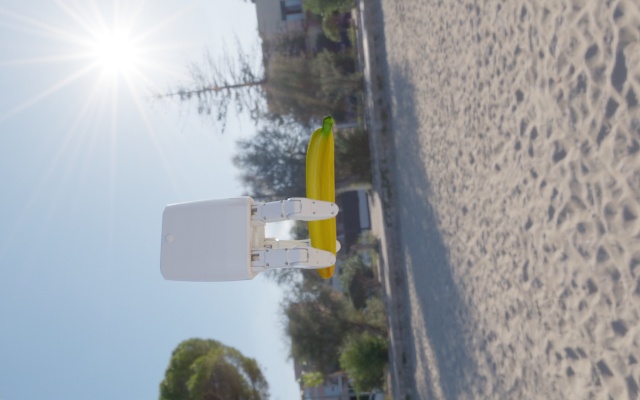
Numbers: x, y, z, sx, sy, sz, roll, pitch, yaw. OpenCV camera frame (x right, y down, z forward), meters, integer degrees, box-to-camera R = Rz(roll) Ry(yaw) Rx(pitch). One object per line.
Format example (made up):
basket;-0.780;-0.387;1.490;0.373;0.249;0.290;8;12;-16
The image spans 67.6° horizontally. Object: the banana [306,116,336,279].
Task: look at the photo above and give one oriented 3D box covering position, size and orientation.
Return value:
banana;0.000;-0.004;0.604;0.037;0.198;0.069;-1;8;1
